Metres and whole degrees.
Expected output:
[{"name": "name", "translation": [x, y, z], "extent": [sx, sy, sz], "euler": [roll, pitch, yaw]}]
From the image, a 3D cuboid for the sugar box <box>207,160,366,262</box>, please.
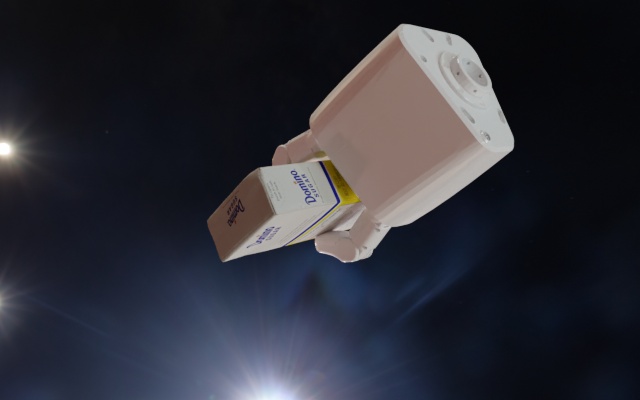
[{"name": "sugar box", "translation": [0.000, 0.001, 0.421], "extent": [0.176, 0.048, 0.093], "euler": [-7, -23, -42]}]
